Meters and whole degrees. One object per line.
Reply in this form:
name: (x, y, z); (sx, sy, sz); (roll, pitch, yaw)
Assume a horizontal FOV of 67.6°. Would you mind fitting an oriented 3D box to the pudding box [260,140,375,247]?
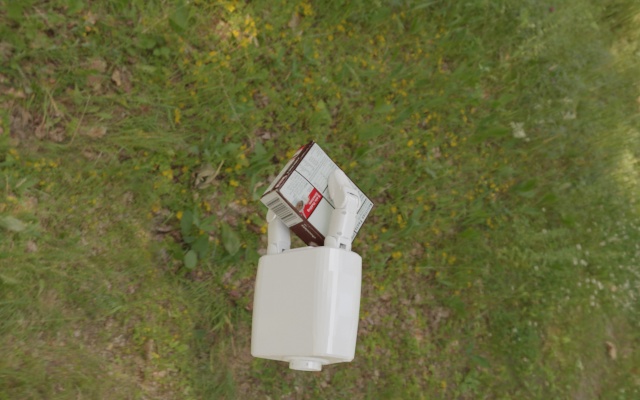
pudding box: (0.000, 0.002, 0.547); (0.039, 0.113, 0.090); (-23, 27, 49)
